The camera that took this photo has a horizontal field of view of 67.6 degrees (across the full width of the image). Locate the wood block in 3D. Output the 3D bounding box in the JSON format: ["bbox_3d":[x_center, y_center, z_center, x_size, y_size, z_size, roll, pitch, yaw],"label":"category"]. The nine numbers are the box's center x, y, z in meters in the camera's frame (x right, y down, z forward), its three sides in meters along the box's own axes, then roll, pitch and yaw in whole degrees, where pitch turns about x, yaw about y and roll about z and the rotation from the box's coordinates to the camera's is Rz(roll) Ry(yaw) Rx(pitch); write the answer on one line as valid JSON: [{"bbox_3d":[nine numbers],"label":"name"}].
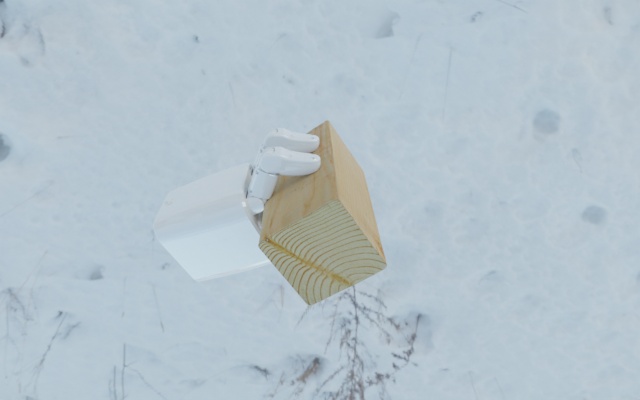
[{"bbox_3d":[0.000,0.002,0.526,0.090,0.091,0.206,-30,26,14],"label":"wood block"}]
